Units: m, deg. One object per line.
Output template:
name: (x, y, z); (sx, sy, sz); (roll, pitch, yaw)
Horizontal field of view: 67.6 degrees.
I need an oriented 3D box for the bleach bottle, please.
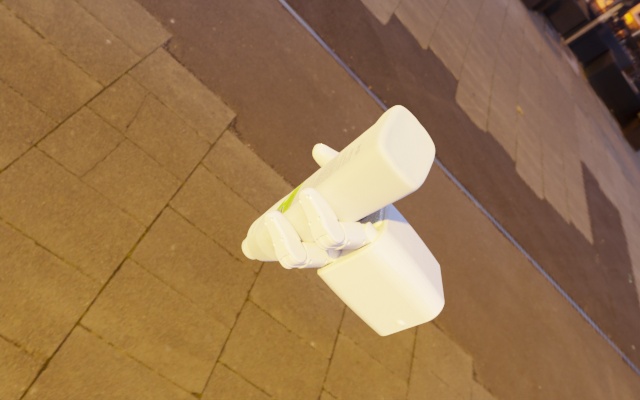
bleach bottle: (0.000, 0.002, 0.519); (0.251, 0.068, 0.102); (-33, 15, 38)
